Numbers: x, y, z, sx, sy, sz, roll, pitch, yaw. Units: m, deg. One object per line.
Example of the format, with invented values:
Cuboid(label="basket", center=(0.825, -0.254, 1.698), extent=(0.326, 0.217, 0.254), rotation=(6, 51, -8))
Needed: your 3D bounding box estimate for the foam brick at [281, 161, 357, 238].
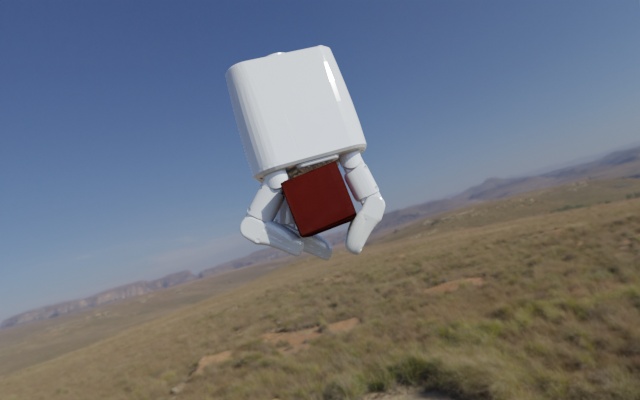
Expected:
Cuboid(label="foam brick", center=(0.000, 0.001, 0.440), extent=(0.053, 0.051, 0.078), rotation=(-21, -5, 1))
